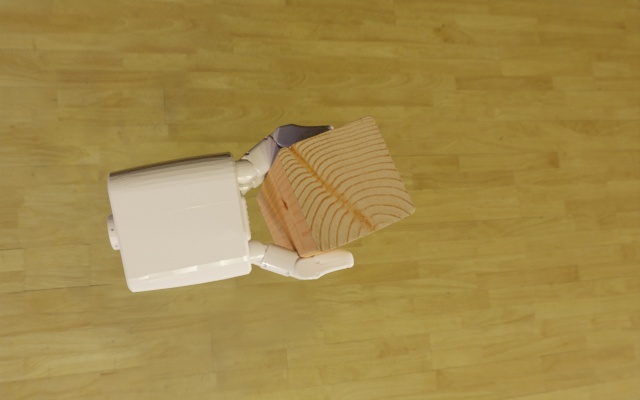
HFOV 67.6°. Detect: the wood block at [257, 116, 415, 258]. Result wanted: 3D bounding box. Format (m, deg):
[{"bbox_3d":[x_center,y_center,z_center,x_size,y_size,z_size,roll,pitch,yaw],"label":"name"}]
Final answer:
[{"bbox_3d":[0.000,0.002,0.480,0.090,0.091,0.206,-22,-4,-15],"label":"wood block"}]
